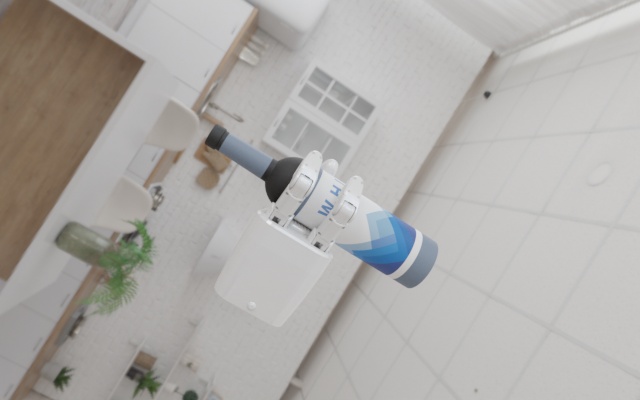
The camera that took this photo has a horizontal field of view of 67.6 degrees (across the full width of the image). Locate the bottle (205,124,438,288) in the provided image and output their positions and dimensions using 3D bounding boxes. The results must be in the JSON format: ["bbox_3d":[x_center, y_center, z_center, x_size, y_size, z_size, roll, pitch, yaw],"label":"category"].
[{"bbox_3d":[0.000,0.002,0.559,0.296,0.069,0.069,32,-6,-10],"label":"bottle"}]
